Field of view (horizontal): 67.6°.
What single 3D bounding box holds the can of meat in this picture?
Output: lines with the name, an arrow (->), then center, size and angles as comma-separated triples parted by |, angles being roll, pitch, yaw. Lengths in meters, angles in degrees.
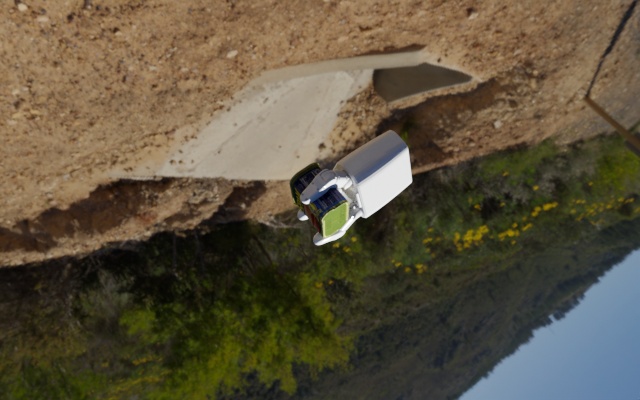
can of meat -> 0.000, 0.003, 0.760 | 0.057, 0.084, 0.102 | -34, -22, -14
